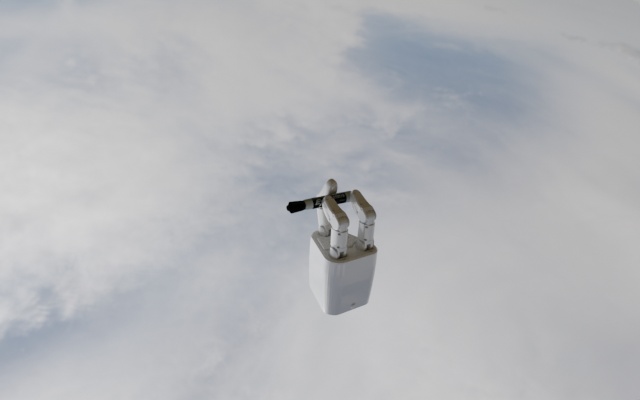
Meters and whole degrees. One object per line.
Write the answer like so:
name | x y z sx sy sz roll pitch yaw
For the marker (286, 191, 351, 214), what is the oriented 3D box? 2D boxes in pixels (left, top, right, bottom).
marker | 0.000 0.002 0.759 0.121 0.020 0.020 -11 6 -32
